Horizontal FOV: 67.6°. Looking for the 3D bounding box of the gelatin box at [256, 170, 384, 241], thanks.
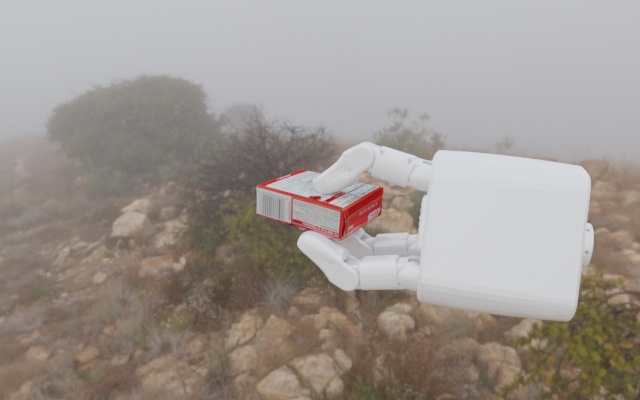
[{"bbox_3d":[0.000,0.001,0.417,0.089,0.030,0.073,15,22,28],"label":"gelatin box"}]
